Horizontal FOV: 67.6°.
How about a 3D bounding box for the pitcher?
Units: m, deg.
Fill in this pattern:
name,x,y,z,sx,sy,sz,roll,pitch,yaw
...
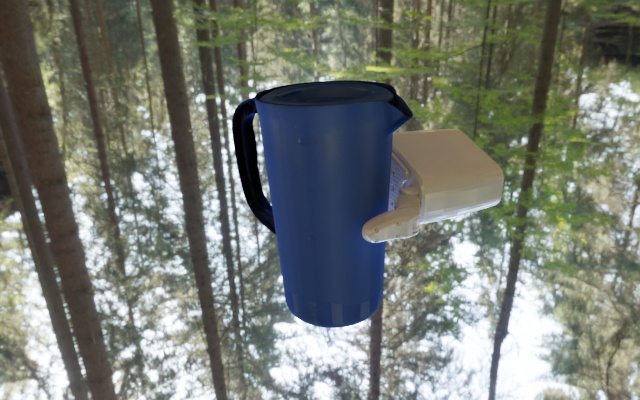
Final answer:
name,x,y,z,sx,sy,sz,roll,pitch,yaw
pitcher,0.000,0.002,0.495,0.145,0.243,0.149,-10,24,-19
